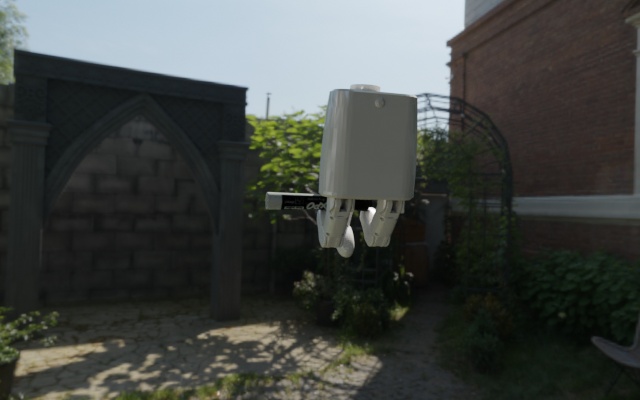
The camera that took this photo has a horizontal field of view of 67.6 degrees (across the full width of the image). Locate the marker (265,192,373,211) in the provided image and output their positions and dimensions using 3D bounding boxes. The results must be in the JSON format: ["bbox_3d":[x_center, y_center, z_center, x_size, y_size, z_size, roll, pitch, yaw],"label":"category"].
[{"bbox_3d":[0.000,0.002,0.530,0.121,0.020,0.020,2,0,-15],"label":"marker"}]
